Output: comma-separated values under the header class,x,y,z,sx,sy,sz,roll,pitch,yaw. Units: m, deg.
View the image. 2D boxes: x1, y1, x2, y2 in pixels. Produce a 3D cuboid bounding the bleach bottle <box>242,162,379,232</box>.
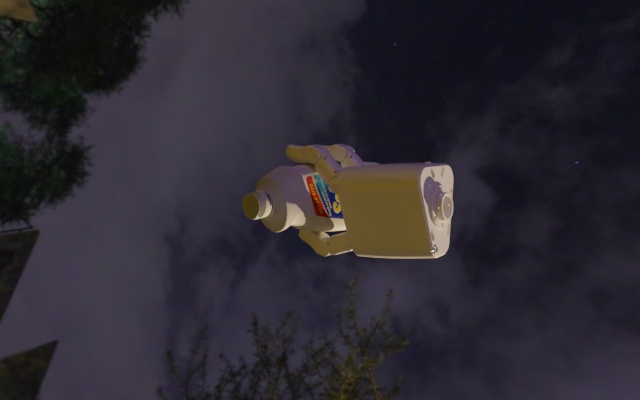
class,x,y,z,sx,sy,sz,roll,pitch,yaw
bleach bottle,0.000,0.002,0.625,0.068,0.102,0.251,-2,5,38
